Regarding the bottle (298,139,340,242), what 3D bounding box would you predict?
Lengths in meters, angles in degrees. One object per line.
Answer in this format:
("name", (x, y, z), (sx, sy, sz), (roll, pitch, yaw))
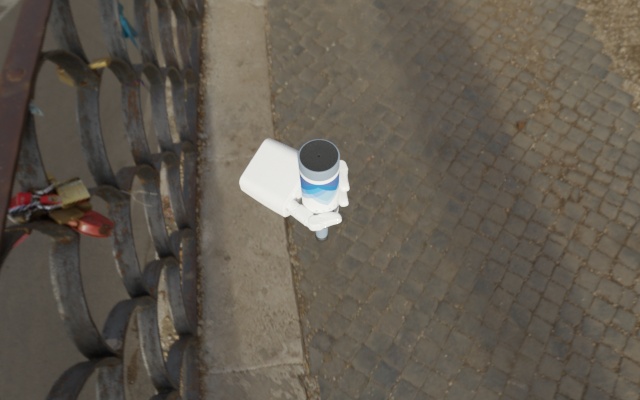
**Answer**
("bottle", (0.000, 0.003, 0.880), (0.069, 0.069, 0.296), (0, -30, 1))
